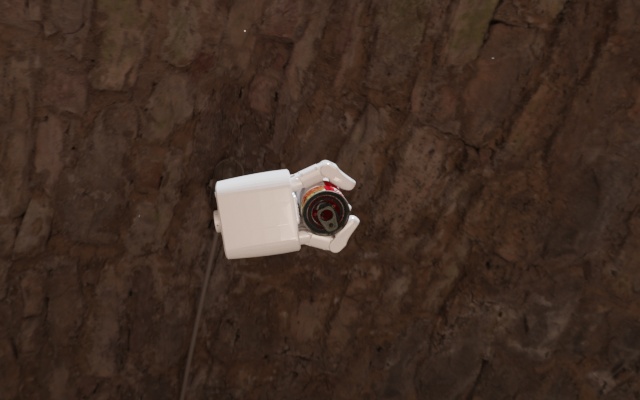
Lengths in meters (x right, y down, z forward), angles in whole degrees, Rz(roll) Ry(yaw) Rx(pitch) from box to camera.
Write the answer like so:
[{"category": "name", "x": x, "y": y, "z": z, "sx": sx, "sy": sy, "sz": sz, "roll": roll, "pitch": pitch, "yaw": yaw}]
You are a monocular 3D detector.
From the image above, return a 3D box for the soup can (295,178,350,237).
[{"category": "soup can", "x": 0.001, "y": 0.002, "z": 0.704, "sx": 0.068, "sy": 0.068, "sz": 0.102, "roll": 0, "pitch": 19, "yaw": -9}]
